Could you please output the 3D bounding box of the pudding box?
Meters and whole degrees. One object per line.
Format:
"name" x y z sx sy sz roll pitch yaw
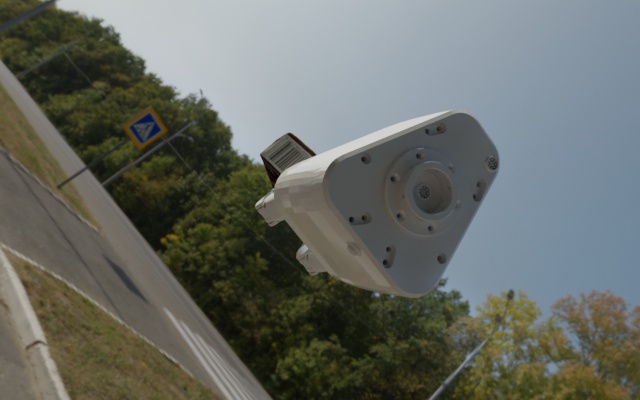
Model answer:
"pudding box" 0.000 0.001 0.437 0.039 0.113 0.090 -41 -18 -13
